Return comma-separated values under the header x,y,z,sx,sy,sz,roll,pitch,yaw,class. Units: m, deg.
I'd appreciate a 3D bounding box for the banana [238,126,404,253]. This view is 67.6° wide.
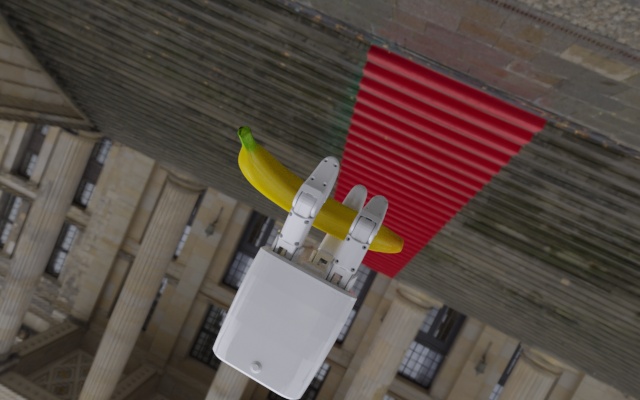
x,y,z,sx,sy,sz,roll,pitch,yaw,class
-0.009,0.001,0.480,0.198,0.037,0.069,34,-14,-13,banana
